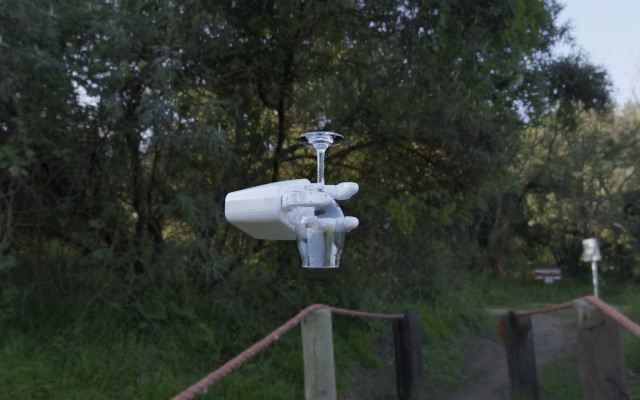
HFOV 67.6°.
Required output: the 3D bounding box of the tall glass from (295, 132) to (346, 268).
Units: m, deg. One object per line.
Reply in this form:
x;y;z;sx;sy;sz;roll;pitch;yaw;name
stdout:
0.000;0.002;0.731;0.079;0.201;0.079;0;-9;0;tall glass
